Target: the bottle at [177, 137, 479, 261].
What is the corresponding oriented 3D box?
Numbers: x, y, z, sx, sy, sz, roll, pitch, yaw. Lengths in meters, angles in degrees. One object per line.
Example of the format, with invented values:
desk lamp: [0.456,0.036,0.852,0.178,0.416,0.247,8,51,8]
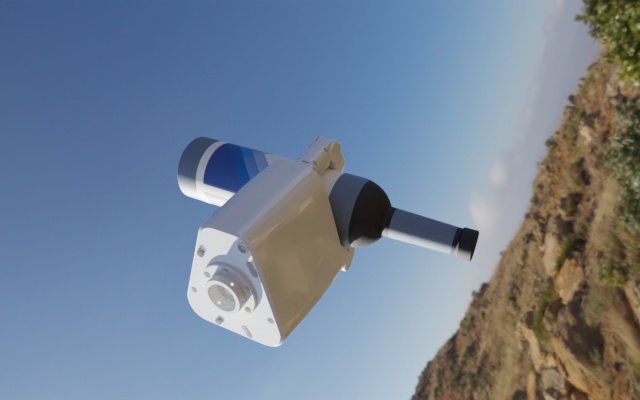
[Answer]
bottle: [0.000,0.001,0.460,0.295,0.069,0.069,16,6,21]
